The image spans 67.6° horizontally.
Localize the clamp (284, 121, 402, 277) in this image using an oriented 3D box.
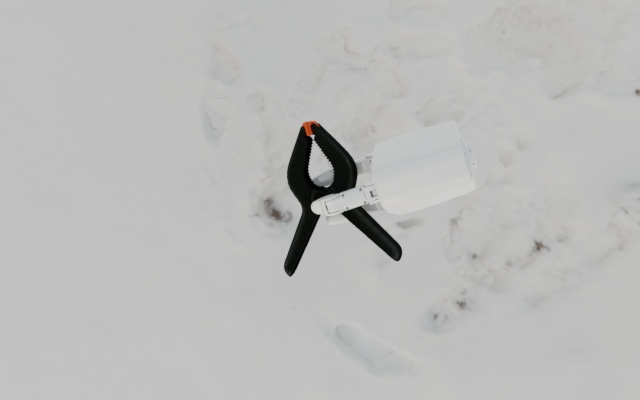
[{"bbox_3d":[0.000,0.002,0.633,0.164,0.210,0.036,-18,7,16],"label":"clamp"}]
